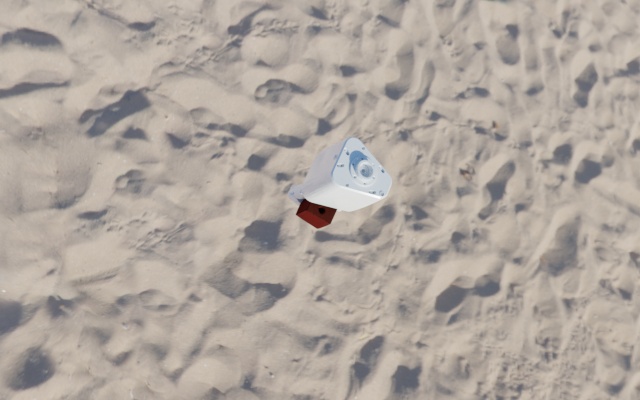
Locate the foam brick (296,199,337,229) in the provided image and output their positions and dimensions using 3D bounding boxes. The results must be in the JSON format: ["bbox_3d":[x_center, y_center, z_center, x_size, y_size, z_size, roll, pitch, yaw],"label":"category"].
[{"bbox_3d":[0.000,0.003,0.860,0.053,0.078,0.051,32,-23,-18],"label":"foam brick"}]
